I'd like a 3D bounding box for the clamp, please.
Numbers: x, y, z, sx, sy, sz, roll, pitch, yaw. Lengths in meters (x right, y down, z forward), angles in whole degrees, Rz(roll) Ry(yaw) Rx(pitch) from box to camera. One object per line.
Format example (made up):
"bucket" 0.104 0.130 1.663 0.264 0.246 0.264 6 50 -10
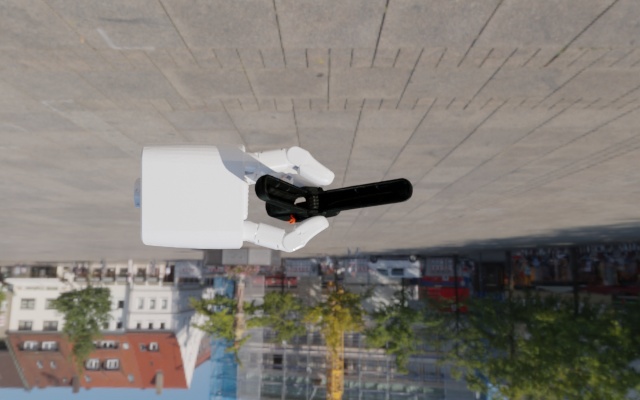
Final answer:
"clamp" 0.000 0.003 0.557 0.164 0.036 0.210 1 -9 -12
